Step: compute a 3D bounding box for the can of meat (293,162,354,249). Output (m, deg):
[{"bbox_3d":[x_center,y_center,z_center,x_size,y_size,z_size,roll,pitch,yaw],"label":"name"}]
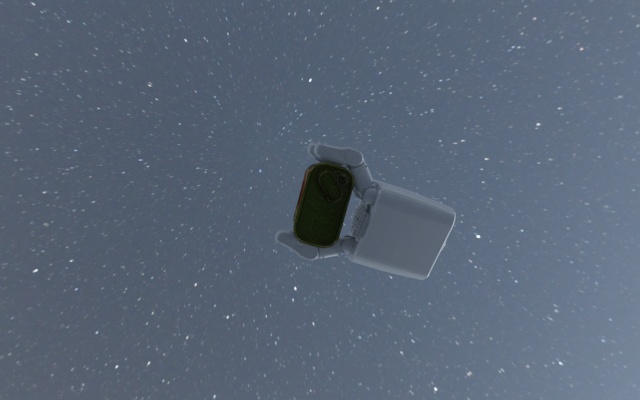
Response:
[{"bbox_3d":[0.000,0.002,0.612,0.057,0.102,0.084,15,4,-7],"label":"can of meat"}]
